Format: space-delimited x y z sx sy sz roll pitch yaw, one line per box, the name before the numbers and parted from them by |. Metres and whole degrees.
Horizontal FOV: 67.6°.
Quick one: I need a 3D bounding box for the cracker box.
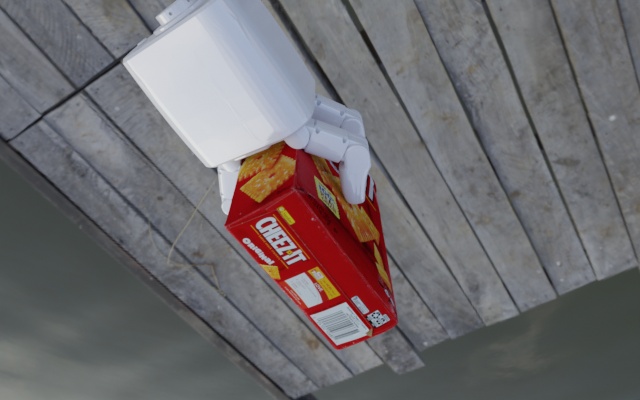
cracker box | 0.000 0.002 0.451 0.072 0.164 0.213 -26 31 18
